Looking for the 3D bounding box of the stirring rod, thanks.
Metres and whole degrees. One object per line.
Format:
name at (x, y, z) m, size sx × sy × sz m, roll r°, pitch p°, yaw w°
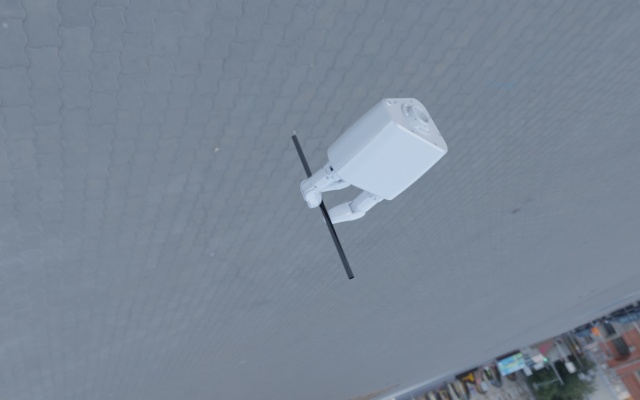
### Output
stirring rod at (0.000, 0.002, 0.683) m, size 0.011 × 0.239 × 0.011 m, roll -18°, pitch -26°, yaw -9°
